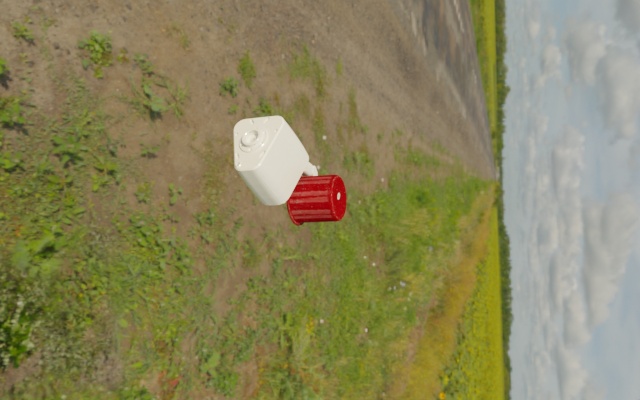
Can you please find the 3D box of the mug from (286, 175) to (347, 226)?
[{"bbox_3d":[0.001,0.004,0.850,0.081,0.093,0.117,-3,-29,22],"label":"mug"}]
